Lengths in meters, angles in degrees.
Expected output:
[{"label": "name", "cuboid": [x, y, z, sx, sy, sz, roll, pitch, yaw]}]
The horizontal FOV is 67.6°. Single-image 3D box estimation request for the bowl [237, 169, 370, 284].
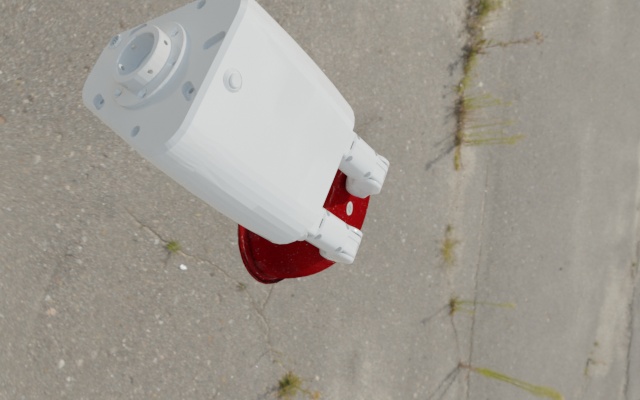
[{"label": "bowl", "cuboid": [0.001, 0.002, 0.406, 0.055, 0.162, 0.162, 16, 7, 24]}]
